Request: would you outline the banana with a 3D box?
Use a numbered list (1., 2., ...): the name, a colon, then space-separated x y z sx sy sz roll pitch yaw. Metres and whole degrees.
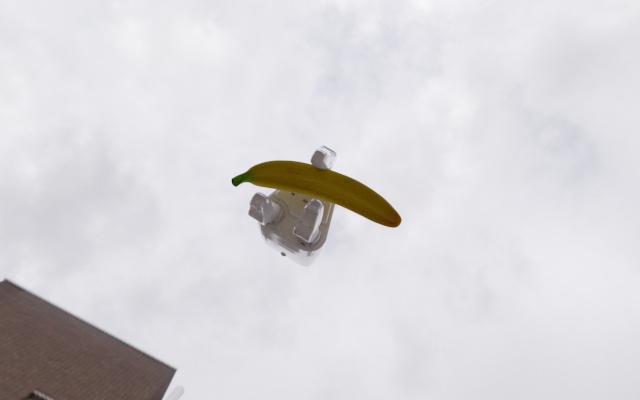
1. banana: -0.001 -0.012 0.562 0.198 0.037 0.069 13 44 -3
